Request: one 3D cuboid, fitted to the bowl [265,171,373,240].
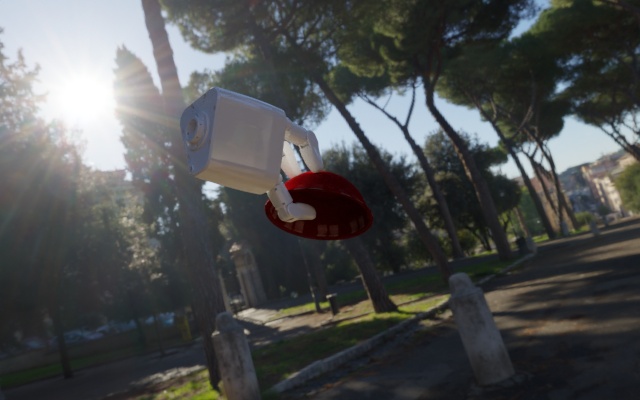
[{"bbox_3d":[0.001,0.003,0.720,0.162,0.055,0.162,5,-30,3],"label":"bowl"}]
